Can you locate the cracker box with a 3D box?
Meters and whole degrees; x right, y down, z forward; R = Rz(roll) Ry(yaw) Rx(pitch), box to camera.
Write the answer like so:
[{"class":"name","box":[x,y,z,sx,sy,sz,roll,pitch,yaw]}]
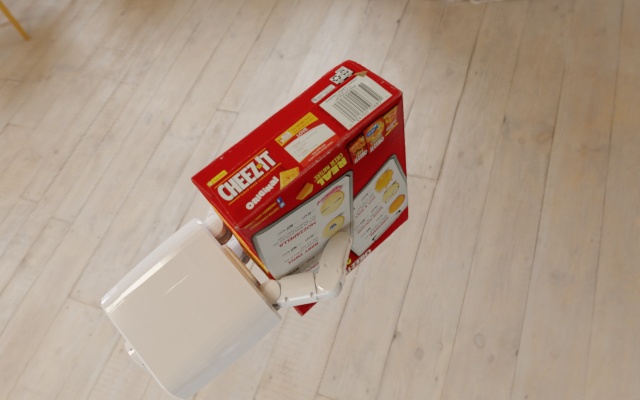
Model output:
[{"class":"cracker box","box":[0.000,0.001,0.445,0.072,0.164,0.214,43,-13,28]}]
